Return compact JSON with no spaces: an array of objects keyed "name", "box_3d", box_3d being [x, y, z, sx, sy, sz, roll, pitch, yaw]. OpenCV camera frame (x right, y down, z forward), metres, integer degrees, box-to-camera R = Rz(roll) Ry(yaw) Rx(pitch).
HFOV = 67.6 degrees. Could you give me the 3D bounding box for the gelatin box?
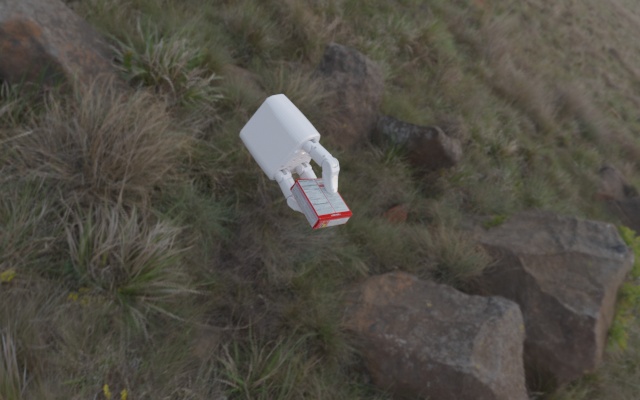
[{"name":"gelatin box","box_3d":[0.000,0.003,0.807,0.073,0.089,0.030,-7,-36,-40]}]
